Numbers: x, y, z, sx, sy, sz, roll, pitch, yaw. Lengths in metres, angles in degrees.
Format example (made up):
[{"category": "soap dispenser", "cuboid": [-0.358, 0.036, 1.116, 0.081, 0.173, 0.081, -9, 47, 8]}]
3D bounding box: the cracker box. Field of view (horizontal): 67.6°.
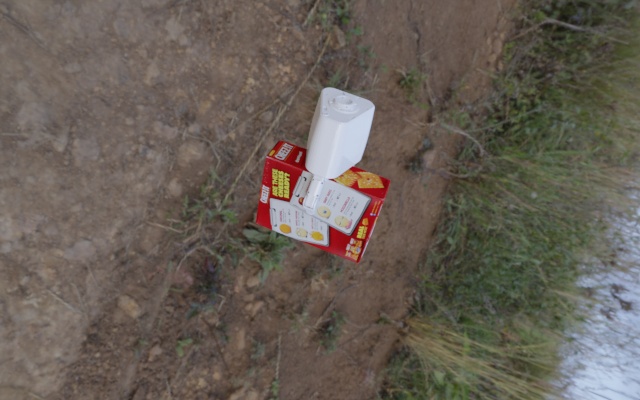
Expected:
[{"category": "cracker box", "cuboid": [0.000, 0.003, 0.872, 0.213, 0.164, 0.072, 21, 40, 7]}]
